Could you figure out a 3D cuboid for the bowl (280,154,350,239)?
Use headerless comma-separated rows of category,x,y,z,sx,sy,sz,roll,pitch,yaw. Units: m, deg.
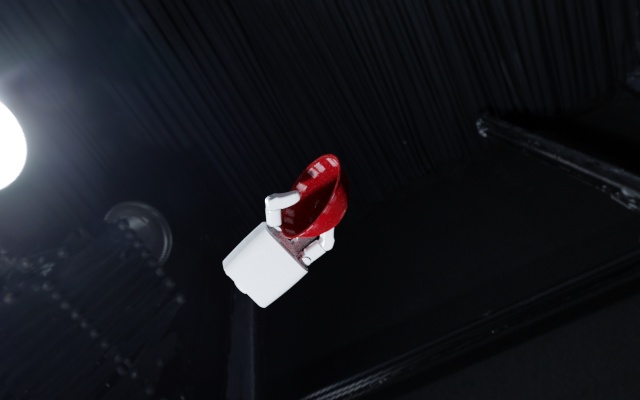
bowl,0.001,0.002,0.815,0.055,0.162,0.162,31,-15,-26
